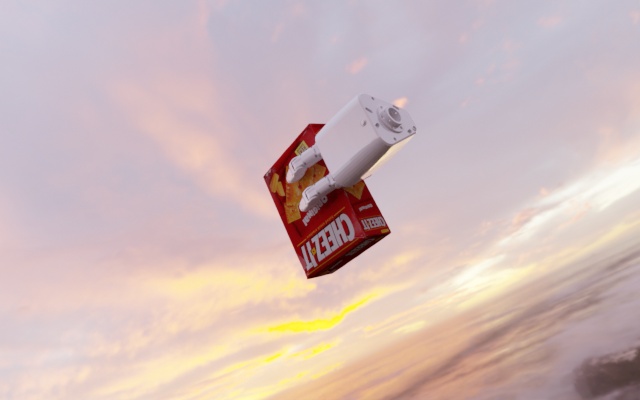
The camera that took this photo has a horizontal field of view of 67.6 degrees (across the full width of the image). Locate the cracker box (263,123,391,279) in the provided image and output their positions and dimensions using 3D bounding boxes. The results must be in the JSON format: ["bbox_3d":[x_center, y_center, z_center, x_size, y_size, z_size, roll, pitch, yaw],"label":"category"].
[{"bbox_3d":[0.000,0.002,0.810,0.072,0.213,0.164,-7,-26,-43],"label":"cracker box"}]
